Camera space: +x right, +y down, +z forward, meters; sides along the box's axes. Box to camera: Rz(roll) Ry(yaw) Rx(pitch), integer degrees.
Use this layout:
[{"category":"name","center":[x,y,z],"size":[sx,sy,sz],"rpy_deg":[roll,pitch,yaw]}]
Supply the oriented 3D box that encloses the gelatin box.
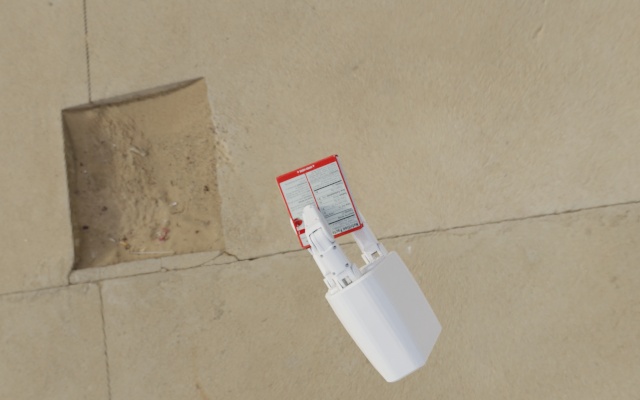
[{"category":"gelatin box","center":[0.000,0.001,0.540],"size":[0.073,0.089,0.030],"rpy_deg":[-21,1,10]}]
